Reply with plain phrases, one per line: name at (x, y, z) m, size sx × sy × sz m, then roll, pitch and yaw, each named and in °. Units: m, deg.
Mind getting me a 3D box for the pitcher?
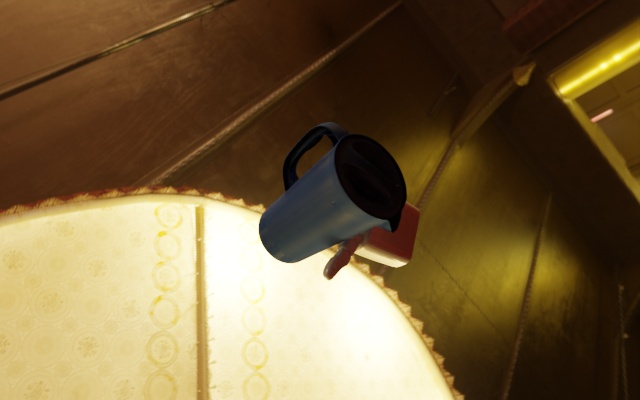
pitcher at (0.000, 0.003, 0.743) m, size 0.145 × 0.149 × 0.243 m, roll 23°, pitch -37°, yaw -29°
